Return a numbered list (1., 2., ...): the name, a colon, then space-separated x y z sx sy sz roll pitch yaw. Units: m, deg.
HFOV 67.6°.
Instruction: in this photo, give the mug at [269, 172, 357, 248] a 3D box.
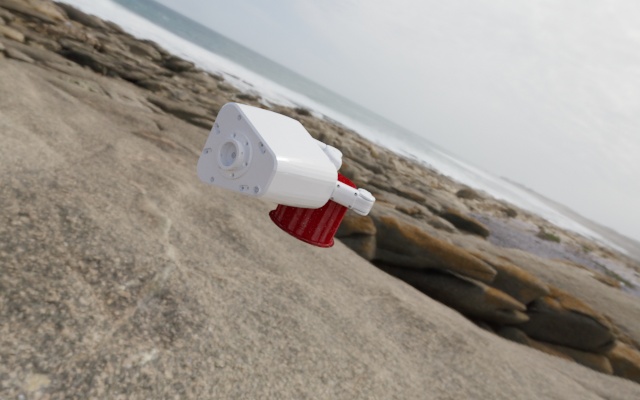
1. mug: 0.001 0.002 0.614 0.093 0.081 0.117 35 15 30
